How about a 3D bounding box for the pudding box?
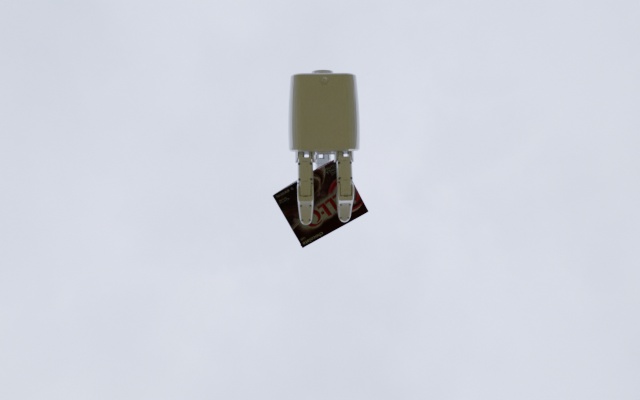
[{"bbox_3d":[0.000,0.002,0.696,0.113,0.090,0.039,-29,8,2],"label":"pudding box"}]
